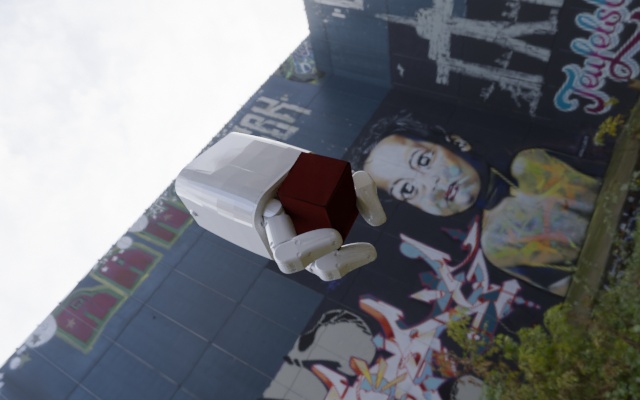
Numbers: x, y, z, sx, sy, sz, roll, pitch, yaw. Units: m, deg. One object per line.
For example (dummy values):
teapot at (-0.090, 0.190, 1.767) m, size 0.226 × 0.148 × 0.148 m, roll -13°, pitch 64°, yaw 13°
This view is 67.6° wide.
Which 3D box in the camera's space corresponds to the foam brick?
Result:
foam brick at (0.000, 0.001, 0.449) m, size 0.051 × 0.053 × 0.078 m, roll 17°, pitch -30°, yaw 23°
